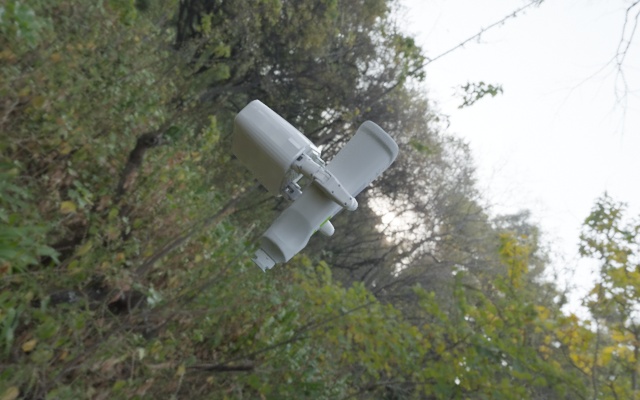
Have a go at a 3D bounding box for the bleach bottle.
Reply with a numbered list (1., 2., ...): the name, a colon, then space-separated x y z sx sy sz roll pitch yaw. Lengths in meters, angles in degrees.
1. bleach bottle: 0.000 0.002 0.681 0.068 0.251 0.102 44 -11 8
